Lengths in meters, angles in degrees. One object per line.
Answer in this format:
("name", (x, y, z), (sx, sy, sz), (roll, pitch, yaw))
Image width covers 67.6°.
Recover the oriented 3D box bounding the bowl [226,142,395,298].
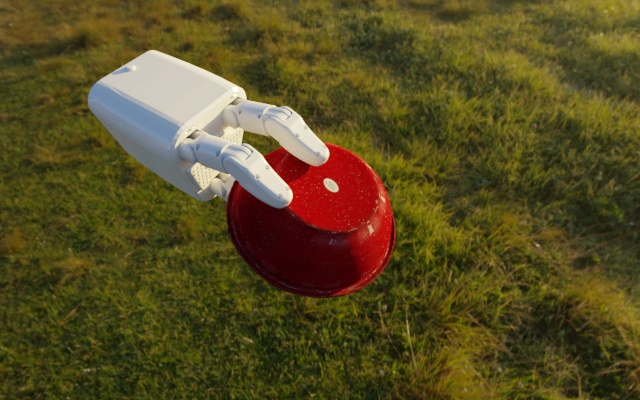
("bowl", (0.001, 0.002, 0.425), (0.162, 0.162, 0.055), (0, -32, -17))
